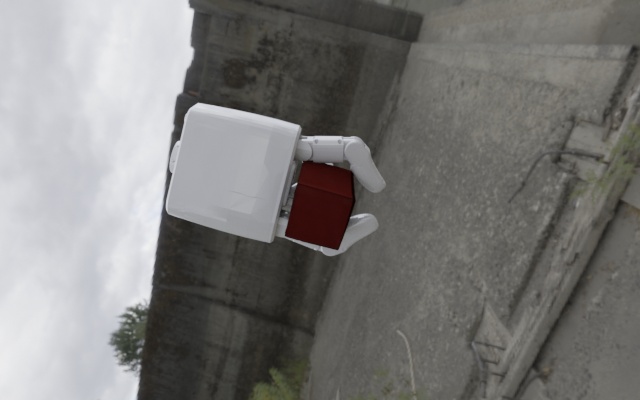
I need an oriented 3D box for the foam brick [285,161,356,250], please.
[{"bbox_3d":[0.000,0.001,0.441,0.051,0.053,0.078,15,21,-4],"label":"foam brick"}]
